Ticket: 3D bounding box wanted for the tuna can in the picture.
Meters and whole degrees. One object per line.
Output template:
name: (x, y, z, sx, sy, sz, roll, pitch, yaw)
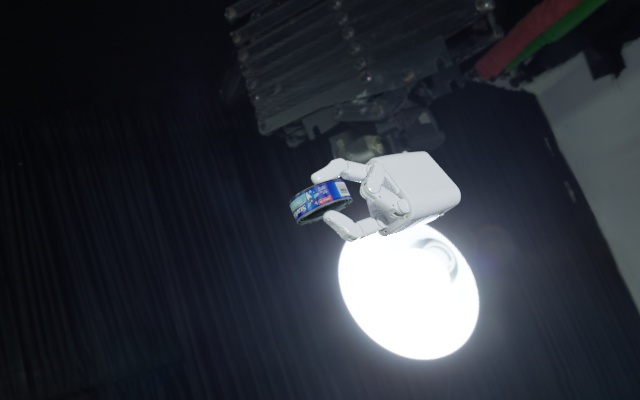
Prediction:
tuna can: (0.000, 0.002, 0.675, 0.086, 0.033, 0.086, -23, -12, -5)
